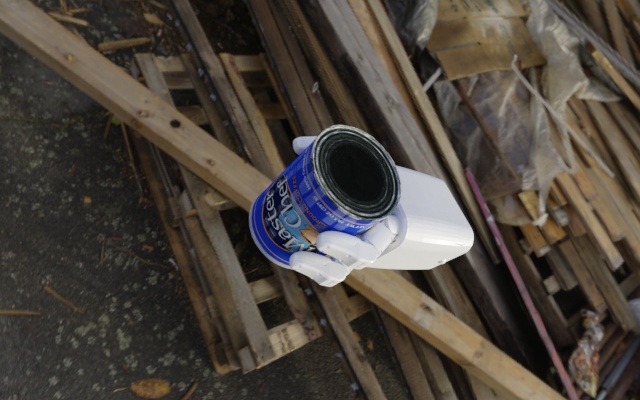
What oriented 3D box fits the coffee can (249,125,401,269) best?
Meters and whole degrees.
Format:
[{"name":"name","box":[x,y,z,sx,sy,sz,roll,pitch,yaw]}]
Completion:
[{"name":"coffee can","box":[0.000,0.002,0.499,0.103,0.102,0.140,0,-25,-35]}]
